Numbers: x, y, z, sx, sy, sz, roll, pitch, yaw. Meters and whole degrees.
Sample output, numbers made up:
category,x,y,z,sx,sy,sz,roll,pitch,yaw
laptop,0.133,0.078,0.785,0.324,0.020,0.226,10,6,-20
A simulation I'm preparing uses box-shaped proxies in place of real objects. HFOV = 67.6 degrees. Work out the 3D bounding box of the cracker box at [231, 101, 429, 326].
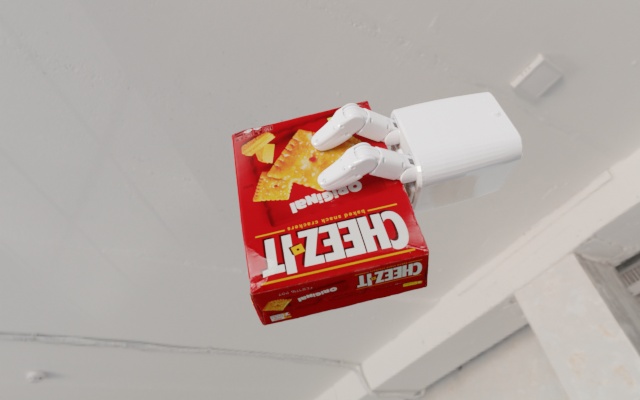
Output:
category,x,y,z,sx,sy,sz,roll,pitch,yaw
cracker box,0.000,0.002,0.496,0.164,0.213,0.072,-13,-39,-1
